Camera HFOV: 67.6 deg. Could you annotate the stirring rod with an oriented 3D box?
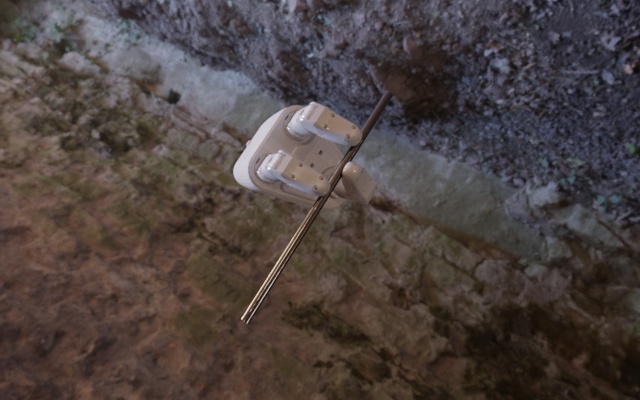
[{"bbox_3d":[0.000,0.001,0.421,0.011,0.239,0.011,31,-10,6],"label":"stirring rod"}]
